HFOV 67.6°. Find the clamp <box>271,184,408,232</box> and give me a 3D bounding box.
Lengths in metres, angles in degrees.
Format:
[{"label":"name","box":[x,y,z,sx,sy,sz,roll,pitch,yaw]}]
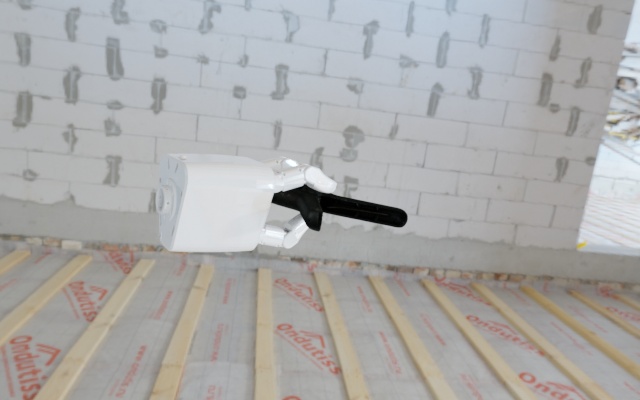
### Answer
[{"label":"clamp","box":[-0.001,0.003,0.636,0.164,0.036,0.210,4,11,-37]}]
